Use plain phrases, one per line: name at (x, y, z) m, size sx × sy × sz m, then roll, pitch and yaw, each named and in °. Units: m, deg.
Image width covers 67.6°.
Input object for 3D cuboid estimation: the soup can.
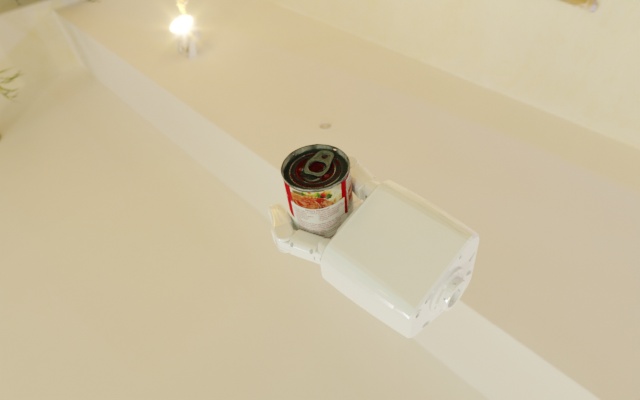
soup can at (0.000, 0.002, 0.498) m, size 0.068 × 0.068 × 0.102 m, roll 0°, pitch -44°, yaw 8°
